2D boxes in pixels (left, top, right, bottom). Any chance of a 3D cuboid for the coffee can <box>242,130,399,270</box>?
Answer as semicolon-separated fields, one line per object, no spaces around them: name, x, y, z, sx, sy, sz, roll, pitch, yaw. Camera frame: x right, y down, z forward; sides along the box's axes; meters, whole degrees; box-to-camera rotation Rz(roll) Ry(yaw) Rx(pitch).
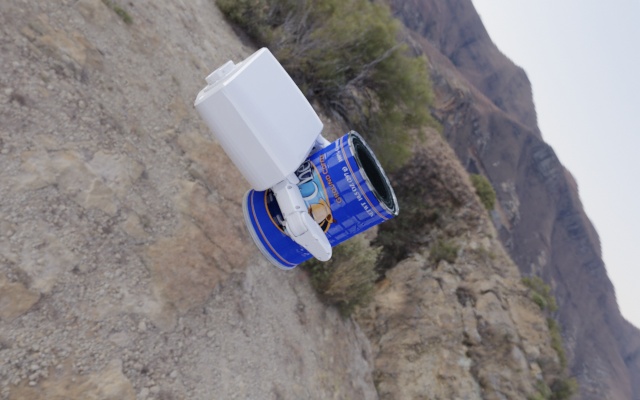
coffee can;0.000;0.002;0.529;0.140;0.103;0.103;-29;-10;18
